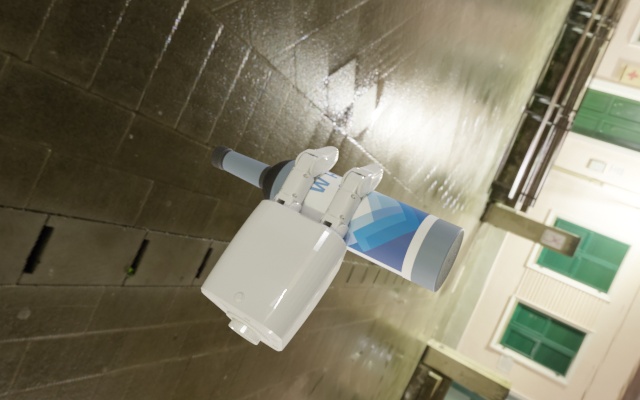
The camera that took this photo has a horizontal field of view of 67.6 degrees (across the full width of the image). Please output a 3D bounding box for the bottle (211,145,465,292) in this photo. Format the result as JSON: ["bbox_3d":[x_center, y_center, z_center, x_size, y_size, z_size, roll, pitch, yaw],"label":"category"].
[{"bbox_3d":[0.000,0.002,0.510,0.295,0.069,0.069,24,11,25],"label":"bottle"}]
